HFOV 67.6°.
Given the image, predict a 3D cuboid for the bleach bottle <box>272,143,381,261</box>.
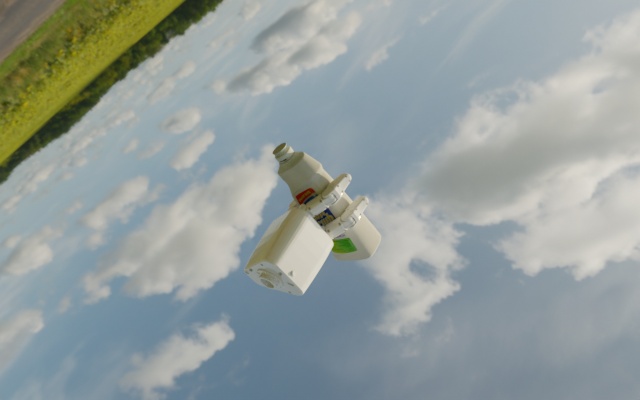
[{"bbox_3d":[0.000,0.003,0.829,0.102,0.068,0.251,-9,-50,46],"label":"bleach bottle"}]
